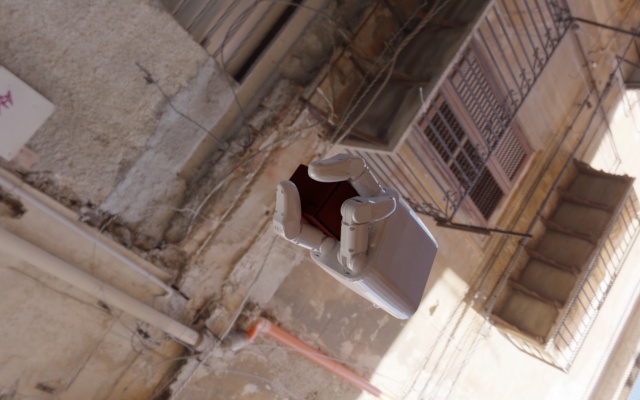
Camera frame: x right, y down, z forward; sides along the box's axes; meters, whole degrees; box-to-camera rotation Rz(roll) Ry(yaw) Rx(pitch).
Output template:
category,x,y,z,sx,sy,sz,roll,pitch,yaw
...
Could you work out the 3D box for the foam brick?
category,x,y,z,sx,sy,sz,roll,pitch,yaw
foam brick,0.000,0.001,0.514,0.051,0.053,0.078,43,-12,-37
